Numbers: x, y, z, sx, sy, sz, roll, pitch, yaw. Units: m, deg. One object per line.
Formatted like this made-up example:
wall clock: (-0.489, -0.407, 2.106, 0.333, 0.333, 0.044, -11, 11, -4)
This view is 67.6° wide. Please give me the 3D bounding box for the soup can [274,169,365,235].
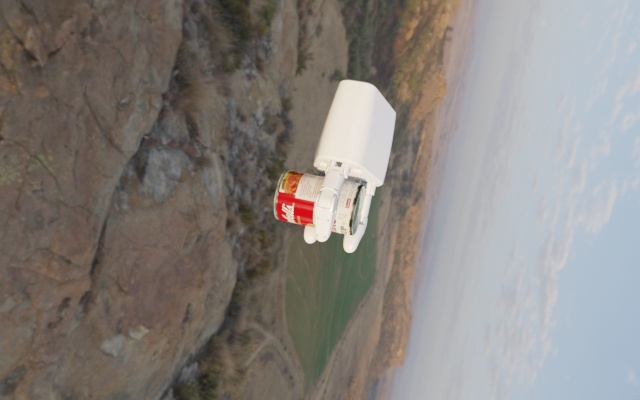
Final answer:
soup can: (0.000, 0.003, 0.611, 0.102, 0.068, 0.068, 12, 3, 13)
